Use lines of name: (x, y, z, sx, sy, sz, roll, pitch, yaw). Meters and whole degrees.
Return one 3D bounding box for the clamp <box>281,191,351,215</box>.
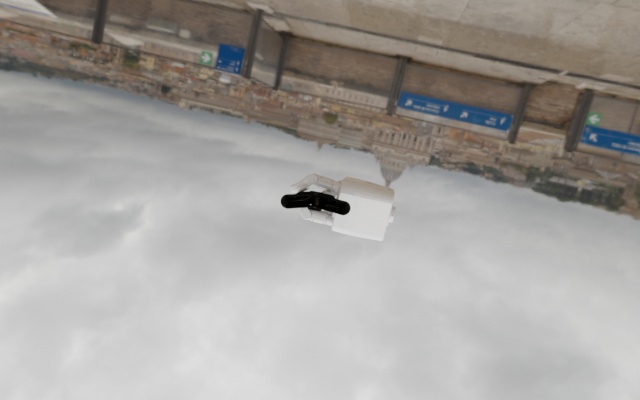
clamp: (0.000, 0.003, 0.889, 0.120, 0.039, 0.171, 14, 8, 6)
